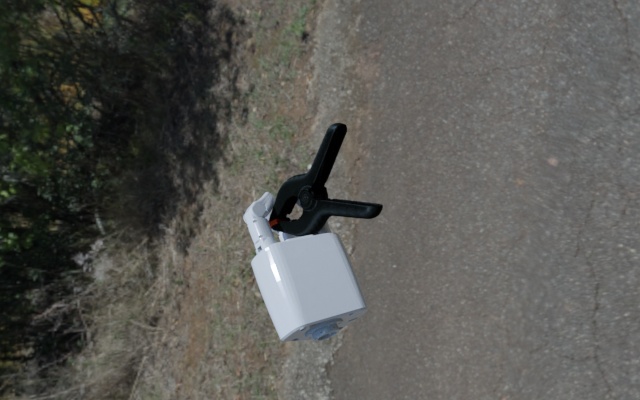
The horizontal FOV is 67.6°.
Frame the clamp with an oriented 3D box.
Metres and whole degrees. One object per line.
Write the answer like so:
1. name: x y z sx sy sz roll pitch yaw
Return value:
1. clamp: 0.000 0.002 0.586 0.039 0.120 0.171 0 -35 -43
